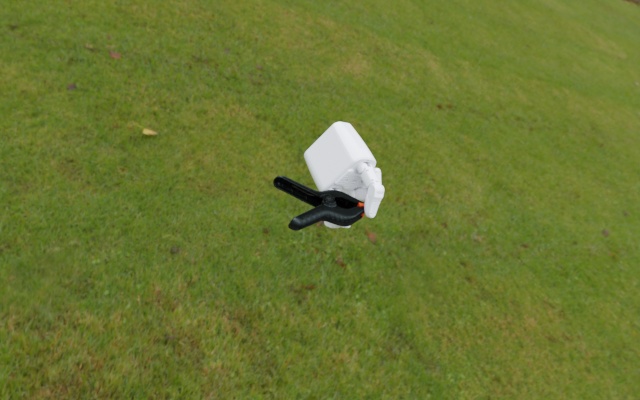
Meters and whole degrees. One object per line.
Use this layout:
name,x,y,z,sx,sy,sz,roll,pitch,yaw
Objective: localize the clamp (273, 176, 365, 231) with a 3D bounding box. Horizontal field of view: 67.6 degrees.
clamp,0.001,0.002,0.821,0.171,0.120,0.039,2,-43,-37
